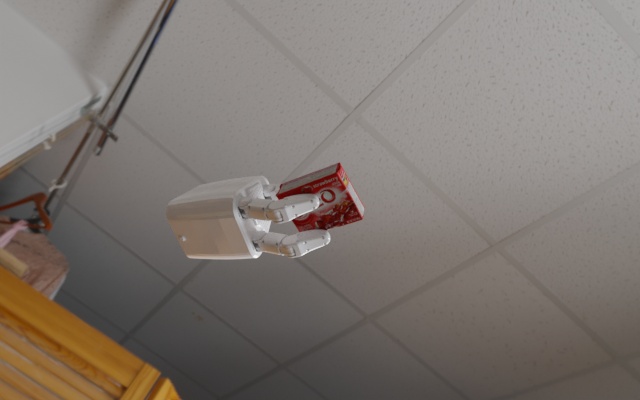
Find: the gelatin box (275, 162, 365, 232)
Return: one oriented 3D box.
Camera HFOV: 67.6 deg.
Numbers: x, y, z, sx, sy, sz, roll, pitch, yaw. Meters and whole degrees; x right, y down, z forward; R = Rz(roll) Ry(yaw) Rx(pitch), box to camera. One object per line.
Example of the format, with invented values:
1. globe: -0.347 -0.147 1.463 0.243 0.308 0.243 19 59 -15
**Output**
1. gelatin box: 0.000 0.002 0.596 0.089 0.073 0.030 -19 28 22
